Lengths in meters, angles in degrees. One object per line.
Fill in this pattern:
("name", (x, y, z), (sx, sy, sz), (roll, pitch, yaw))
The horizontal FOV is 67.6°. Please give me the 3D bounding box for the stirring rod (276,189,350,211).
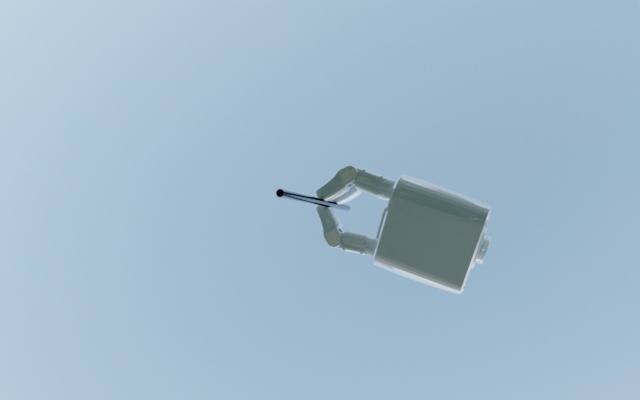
("stirring rod", (0.000, 0.002, 0.561), (0.011, 0.011, 0.239), (0, -4, 19))
